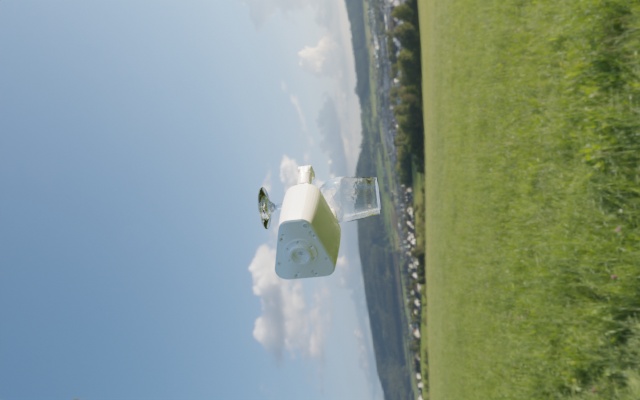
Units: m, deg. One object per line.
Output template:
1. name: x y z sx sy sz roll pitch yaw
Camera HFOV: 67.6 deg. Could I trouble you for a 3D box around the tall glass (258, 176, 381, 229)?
1. tall glass: -0.001 0.003 0.813 0.201 0.079 0.079 -7 -1 9
